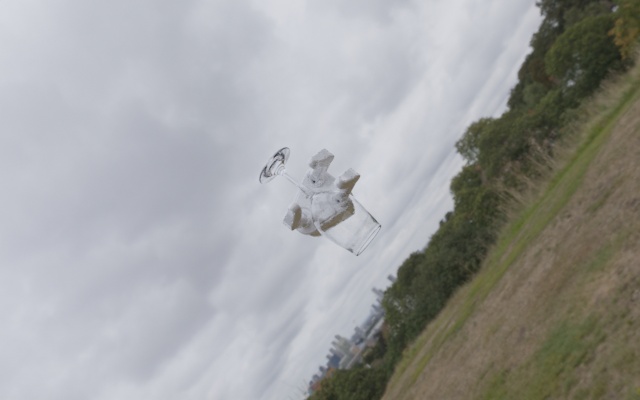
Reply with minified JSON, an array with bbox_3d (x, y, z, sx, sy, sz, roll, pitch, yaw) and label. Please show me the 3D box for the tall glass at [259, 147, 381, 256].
[{"bbox_3d":[0.000,0.002,0.764,0.201,0.079,0.079,39,10,14],"label":"tall glass"}]
